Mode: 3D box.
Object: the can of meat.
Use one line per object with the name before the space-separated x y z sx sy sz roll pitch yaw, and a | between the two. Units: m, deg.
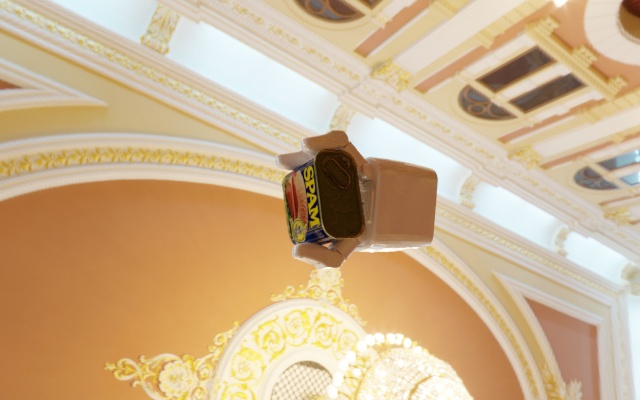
can of meat | 0.000 0.002 0.558 0.057 0.102 0.084 0 -14 -33
